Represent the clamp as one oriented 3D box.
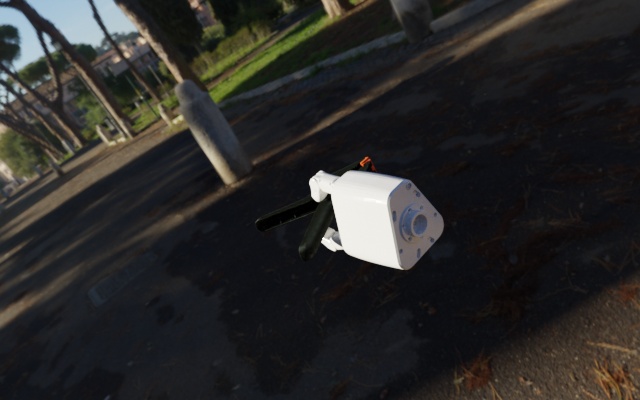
[{"bbox_3d":[0.000,0.002,0.751,0.210,0.036,0.164,-43,32,-23],"label":"clamp"}]
